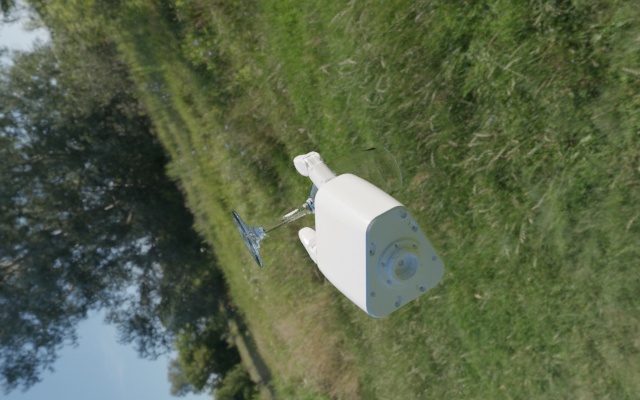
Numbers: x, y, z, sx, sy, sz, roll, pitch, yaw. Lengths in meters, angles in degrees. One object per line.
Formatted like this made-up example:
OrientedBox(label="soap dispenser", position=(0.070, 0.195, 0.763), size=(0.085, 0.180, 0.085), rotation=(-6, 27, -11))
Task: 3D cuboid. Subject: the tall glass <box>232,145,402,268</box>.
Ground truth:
OrientedBox(label="tall glass", position=(-0.001, 0.002, 0.580), size=(0.201, 0.079, 0.079), rotation=(-27, 8, -15))
